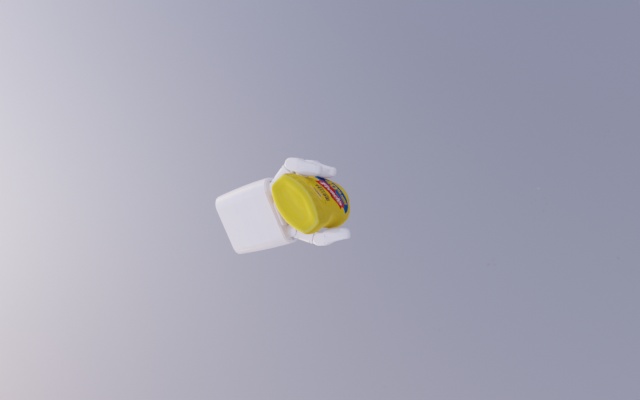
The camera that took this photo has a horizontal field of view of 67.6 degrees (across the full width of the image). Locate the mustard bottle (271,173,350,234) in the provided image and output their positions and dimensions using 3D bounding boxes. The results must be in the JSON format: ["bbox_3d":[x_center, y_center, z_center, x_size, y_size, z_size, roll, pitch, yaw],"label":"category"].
[{"bbox_3d":[0.000,0.002,0.777,0.058,0.096,0.191,-43,-15,19],"label":"mustard bottle"}]
